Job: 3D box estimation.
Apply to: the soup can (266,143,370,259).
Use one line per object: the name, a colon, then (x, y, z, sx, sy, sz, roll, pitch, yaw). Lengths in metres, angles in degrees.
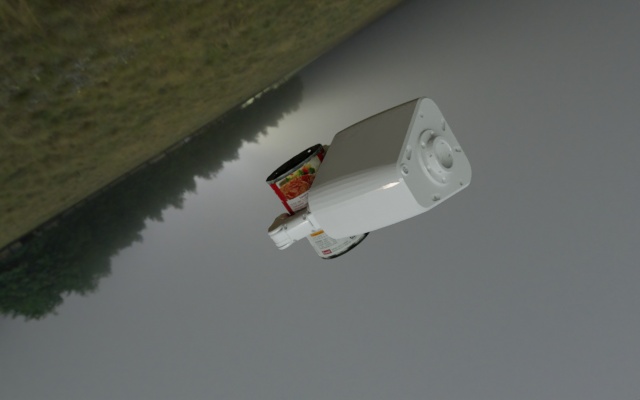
soup can: (0.000, 0.002, 0.497, 0.068, 0.102, 0.068, -32, 14, 9)
